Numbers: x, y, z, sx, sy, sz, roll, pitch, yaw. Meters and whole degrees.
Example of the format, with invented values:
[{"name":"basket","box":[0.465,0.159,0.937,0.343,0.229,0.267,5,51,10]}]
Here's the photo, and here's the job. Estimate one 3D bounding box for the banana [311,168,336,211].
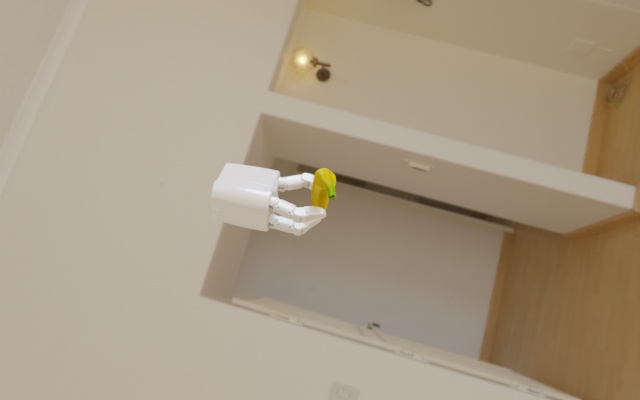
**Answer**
[{"name":"banana","box":[0.002,-0.016,0.871,0.037,0.069,0.198,6,-13,-3]}]
